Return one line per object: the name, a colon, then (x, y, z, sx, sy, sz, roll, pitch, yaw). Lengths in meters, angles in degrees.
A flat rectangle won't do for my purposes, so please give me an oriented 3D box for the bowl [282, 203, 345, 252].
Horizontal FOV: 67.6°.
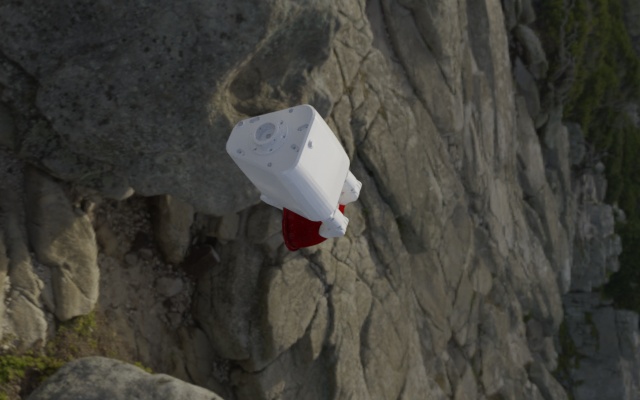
bowl: (0.001, 0.003, 0.706, 0.055, 0.162, 0.162, 12, 3, 16)
